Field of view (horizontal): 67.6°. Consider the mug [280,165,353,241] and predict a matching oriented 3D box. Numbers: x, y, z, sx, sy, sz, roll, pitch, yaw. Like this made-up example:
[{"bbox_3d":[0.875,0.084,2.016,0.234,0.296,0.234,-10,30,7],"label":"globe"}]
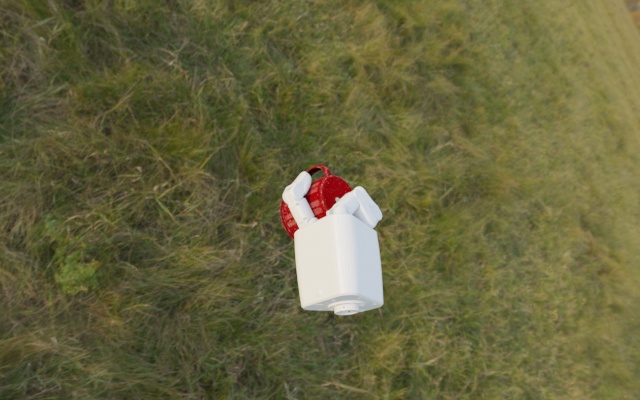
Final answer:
[{"bbox_3d":[0.000,0.001,0.711,0.093,0.117,0.081,16,-31,-42],"label":"mug"}]
